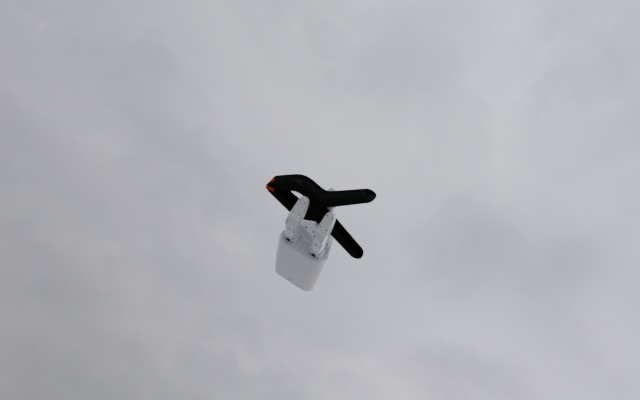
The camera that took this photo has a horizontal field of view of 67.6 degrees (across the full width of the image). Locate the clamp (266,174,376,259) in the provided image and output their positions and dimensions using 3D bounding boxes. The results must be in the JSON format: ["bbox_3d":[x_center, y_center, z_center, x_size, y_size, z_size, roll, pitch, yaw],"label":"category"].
[{"bbox_3d":[0.000,0.002,0.832,0.210,0.165,0.036,30,49,13],"label":"clamp"}]
